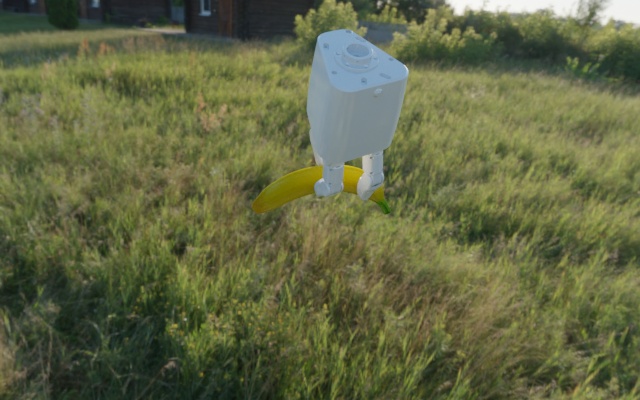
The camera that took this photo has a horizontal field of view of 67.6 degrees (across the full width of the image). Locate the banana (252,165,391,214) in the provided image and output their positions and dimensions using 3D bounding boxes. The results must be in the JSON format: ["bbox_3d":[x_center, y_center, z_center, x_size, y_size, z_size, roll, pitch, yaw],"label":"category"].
[{"bbox_3d":[0.003,-0.016,0.667,0.198,0.069,0.037,1,-9,-6],"label":"banana"}]
